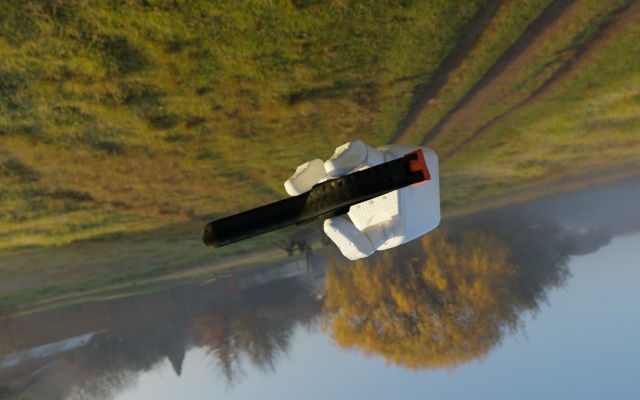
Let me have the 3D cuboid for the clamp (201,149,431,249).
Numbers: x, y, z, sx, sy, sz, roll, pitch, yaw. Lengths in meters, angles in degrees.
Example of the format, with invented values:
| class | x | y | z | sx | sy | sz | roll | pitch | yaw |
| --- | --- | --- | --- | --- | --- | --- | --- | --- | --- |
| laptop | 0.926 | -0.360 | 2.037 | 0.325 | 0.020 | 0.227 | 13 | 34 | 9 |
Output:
| class | x | y | z | sx | sy | sz | roll | pitch | yaw |
| --- | --- | --- | --- | --- | --- | --- | --- | --- | --- |
| clamp | 0.001 | 0.002 | 0.455 | 0.210 | 0.036 | 0.164 | -21 | -4 | 37 |
